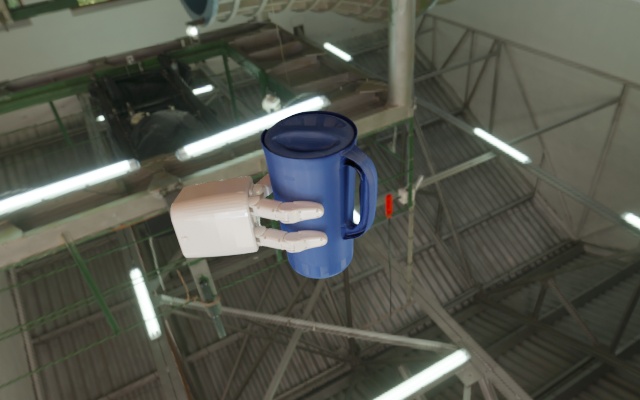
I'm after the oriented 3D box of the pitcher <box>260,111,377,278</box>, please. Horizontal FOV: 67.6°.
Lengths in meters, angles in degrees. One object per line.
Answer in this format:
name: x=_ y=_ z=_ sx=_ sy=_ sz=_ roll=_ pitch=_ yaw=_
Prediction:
pitcher: x=0.000 y=0.002 z=0.712 sx=0.145 sy=0.243 sz=0.149 roll=-8 pitch=37 yaw=-4
